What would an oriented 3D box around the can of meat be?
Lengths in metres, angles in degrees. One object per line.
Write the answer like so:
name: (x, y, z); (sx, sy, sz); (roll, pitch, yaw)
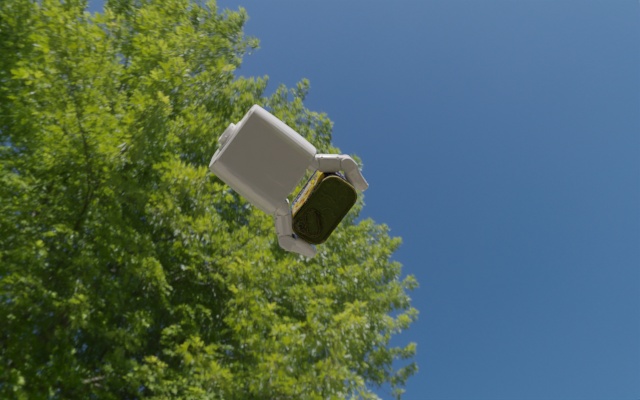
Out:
can of meat: (0.000, 0.002, 0.700); (0.057, 0.102, 0.084); (34, 11, -17)
